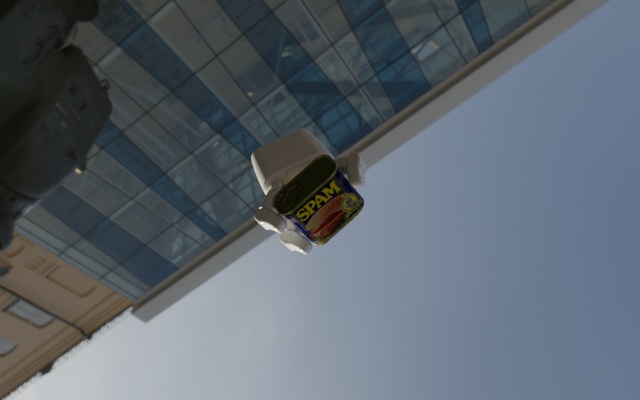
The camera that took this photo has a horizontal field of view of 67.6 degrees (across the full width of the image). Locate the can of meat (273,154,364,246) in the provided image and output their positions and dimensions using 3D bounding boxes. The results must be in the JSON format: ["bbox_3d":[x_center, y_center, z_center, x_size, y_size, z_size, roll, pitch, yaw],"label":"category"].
[{"bbox_3d":[0.000,0.002,0.662,0.084,0.102,0.057,47,3,-36],"label":"can of meat"}]
